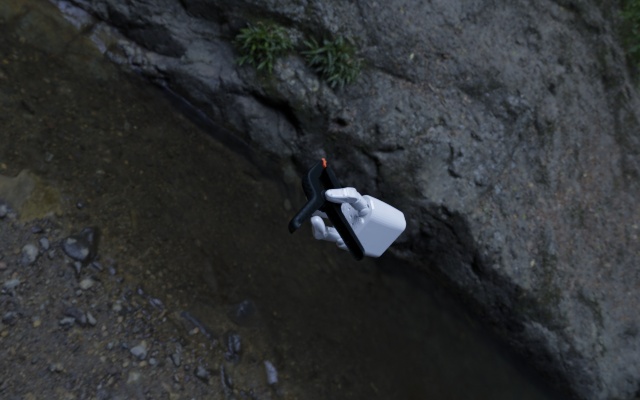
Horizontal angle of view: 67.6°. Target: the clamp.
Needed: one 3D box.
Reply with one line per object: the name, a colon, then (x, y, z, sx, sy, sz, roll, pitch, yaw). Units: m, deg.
clamp: (0.001, 0.002, 0.877, 0.164, 0.209, 0.036, 20, -46, -37)
